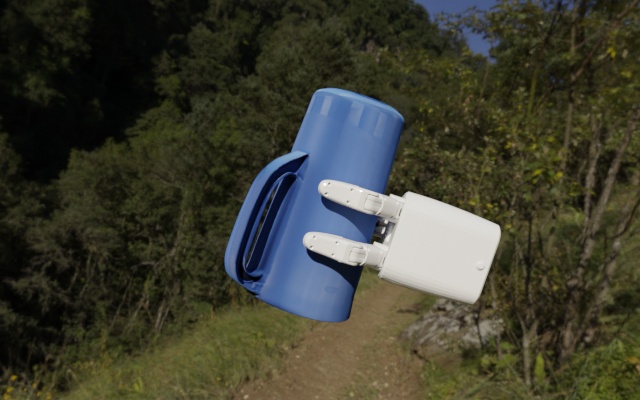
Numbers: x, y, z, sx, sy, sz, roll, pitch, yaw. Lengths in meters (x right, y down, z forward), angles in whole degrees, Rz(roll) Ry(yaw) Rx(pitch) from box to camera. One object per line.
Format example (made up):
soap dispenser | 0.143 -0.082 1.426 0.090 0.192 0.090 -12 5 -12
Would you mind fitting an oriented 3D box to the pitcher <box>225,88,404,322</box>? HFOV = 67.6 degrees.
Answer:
pitcher | 0.000 0.002 0.536 0.145 0.243 0.149 18 3 3
